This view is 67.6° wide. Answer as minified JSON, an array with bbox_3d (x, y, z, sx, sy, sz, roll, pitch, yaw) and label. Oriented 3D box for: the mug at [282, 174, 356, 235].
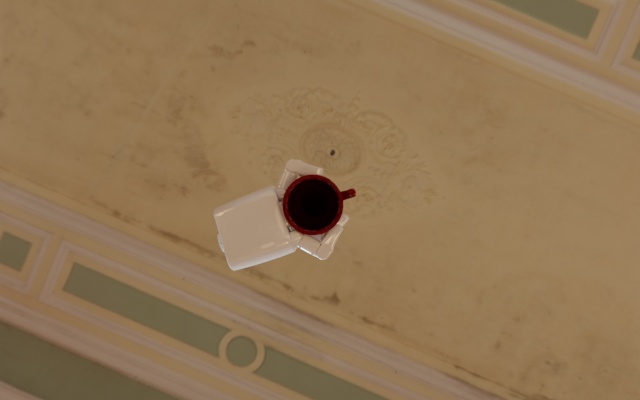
[{"bbox_3d":[0.001,0.002,0.765,0.117,0.093,0.081,-19,0,1],"label":"mug"}]
